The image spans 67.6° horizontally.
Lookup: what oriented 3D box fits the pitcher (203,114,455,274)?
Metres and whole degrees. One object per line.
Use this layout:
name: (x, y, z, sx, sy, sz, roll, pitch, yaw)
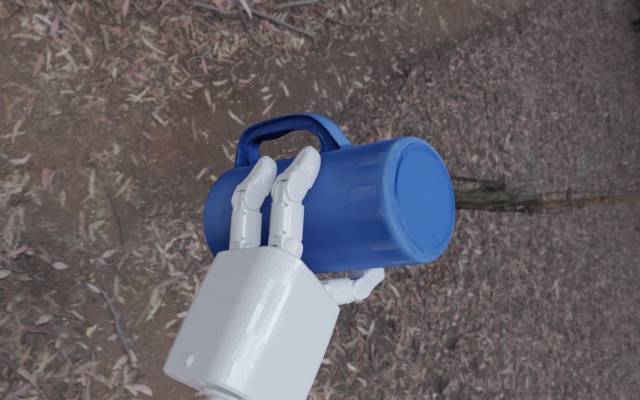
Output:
pitcher: (0.000, 0.002, 0.476, 0.243, 0.145, 0.149, -10, -45, 44)
